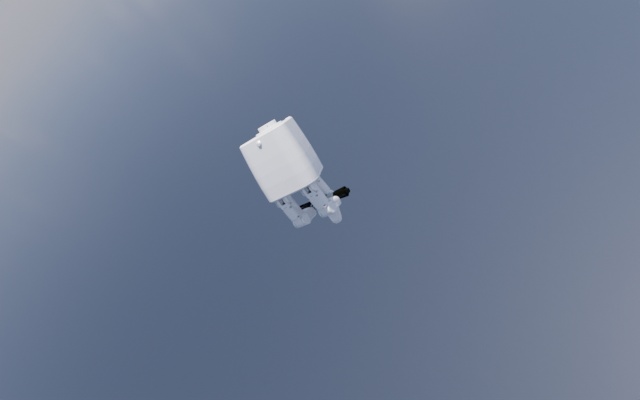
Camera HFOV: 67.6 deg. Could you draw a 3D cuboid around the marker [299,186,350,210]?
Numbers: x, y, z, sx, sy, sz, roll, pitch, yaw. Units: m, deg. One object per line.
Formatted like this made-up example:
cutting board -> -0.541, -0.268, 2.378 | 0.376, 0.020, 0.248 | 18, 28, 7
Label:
marker -> 0.000, 0.003, 0.846 | 0.121, 0.020, 0.020 | -24, -12, 29
